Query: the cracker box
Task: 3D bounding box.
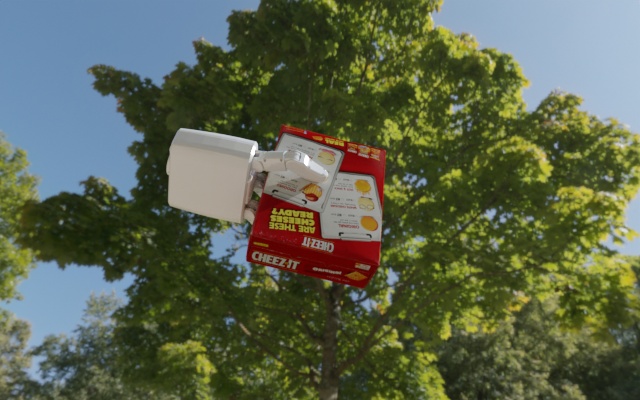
[{"bbox_3d":[0.000,0.002,0.666,0.164,0.213,0.072,14,-42,-4],"label":"cracker box"}]
